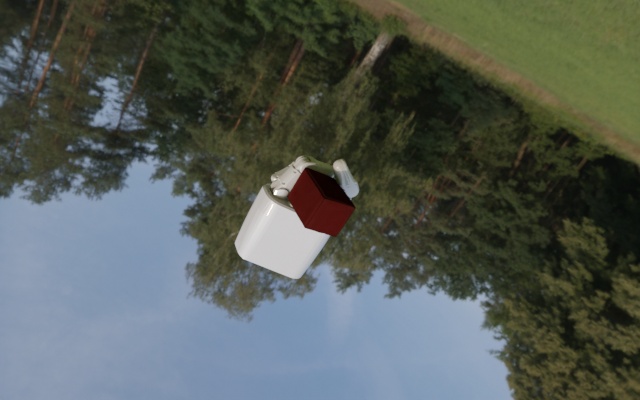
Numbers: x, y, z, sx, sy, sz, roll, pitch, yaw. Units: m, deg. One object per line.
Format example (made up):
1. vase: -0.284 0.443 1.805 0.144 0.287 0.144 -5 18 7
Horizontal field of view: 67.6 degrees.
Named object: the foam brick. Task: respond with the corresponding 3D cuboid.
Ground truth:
1. foam brick: 0.000 0.002 0.631 0.053 0.051 0.078 20 23 -33
